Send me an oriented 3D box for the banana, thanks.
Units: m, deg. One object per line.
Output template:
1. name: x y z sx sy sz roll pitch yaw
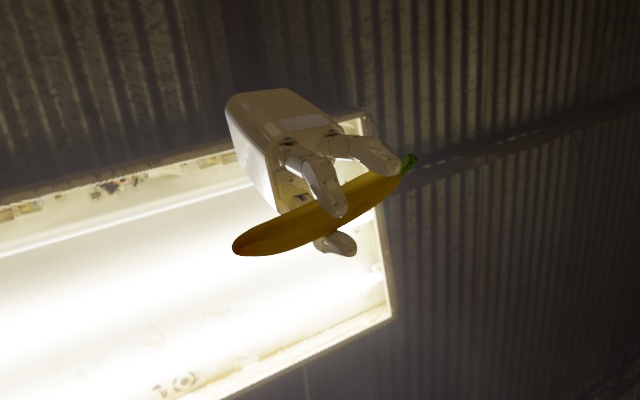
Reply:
1. banana: 0.003 0.009 0.473 0.198 0.037 0.070 -29 -25 -14
